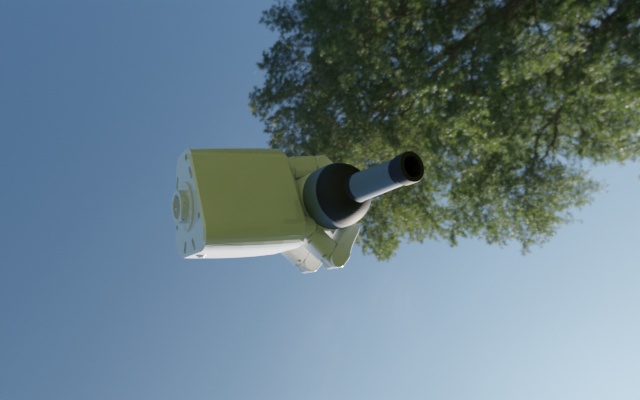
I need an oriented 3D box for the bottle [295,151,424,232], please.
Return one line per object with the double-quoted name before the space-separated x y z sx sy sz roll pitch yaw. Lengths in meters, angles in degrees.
"bottle" 0.000 0.002 0.523 0.069 0.069 0.296 0 -12 -33
